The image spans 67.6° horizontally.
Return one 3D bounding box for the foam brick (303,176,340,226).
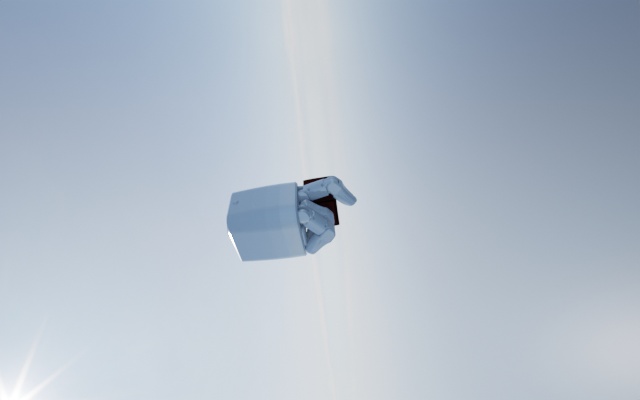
[{"bbox_3d":[0.000,0.002,0.787,0.051,0.053,0.078,-10,32,3],"label":"foam brick"}]
